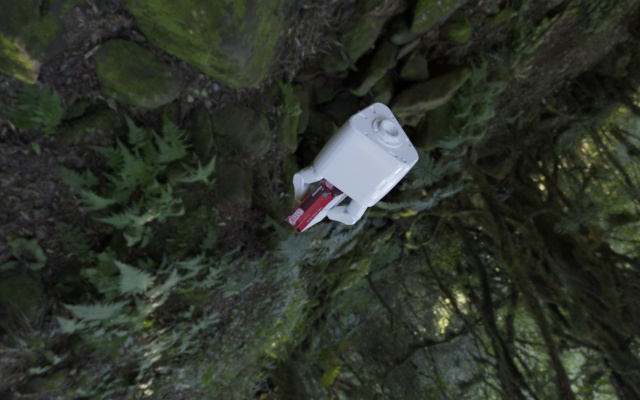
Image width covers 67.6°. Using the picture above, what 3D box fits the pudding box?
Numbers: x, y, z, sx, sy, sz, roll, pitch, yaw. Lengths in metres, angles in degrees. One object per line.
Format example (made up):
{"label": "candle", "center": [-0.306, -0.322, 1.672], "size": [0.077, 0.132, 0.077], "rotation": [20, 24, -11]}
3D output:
{"label": "pudding box", "center": [0.000, 0.003, 0.788], "size": [0.090, 0.039, 0.113], "rotation": [-44, -8, 19]}
